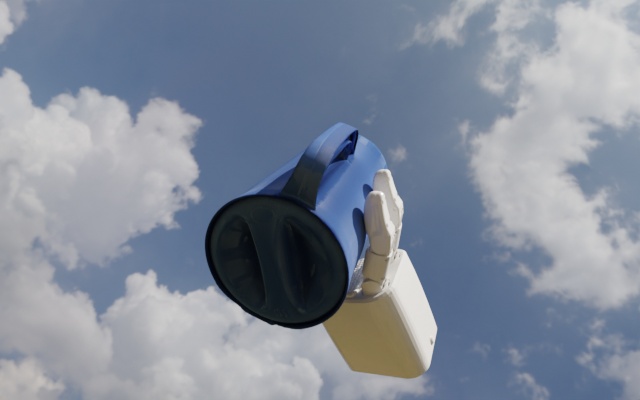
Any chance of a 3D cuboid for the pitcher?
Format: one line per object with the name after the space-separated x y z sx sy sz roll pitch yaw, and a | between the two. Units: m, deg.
0.000 0.002 0.499 0.149 0.145 0.242 -20 16 27 | pitcher
